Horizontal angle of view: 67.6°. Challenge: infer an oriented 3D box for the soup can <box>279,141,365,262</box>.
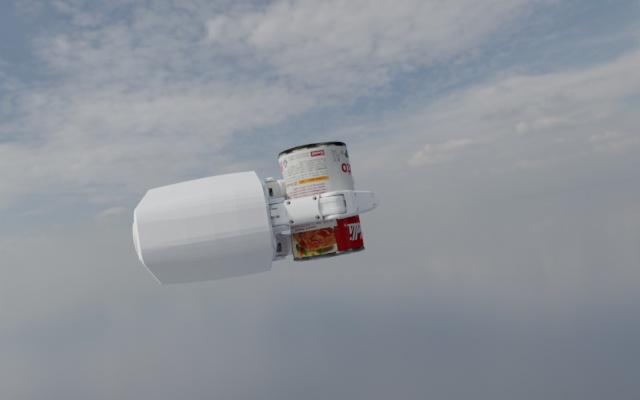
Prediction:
[{"bbox_3d":[0.001,0.001,0.451,0.068,0.102,0.068,-9,-3,-1],"label":"soup can"}]
